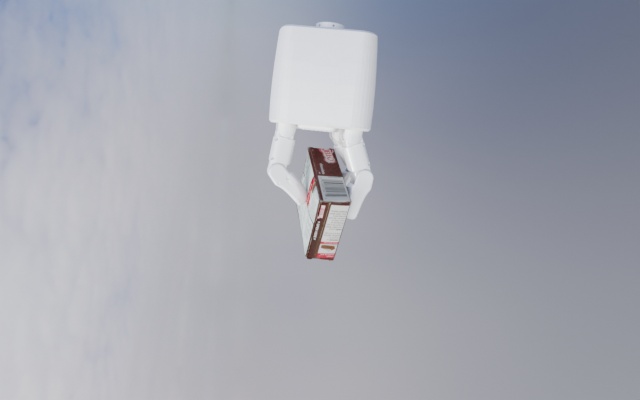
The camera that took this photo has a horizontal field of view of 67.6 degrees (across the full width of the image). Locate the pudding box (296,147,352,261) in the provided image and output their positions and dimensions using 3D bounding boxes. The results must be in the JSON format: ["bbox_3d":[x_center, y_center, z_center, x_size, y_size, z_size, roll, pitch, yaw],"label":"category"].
[{"bbox_3d":[0.000,0.002,0.576,0.039,0.090,0.113,5,37,-12],"label":"pudding box"}]
